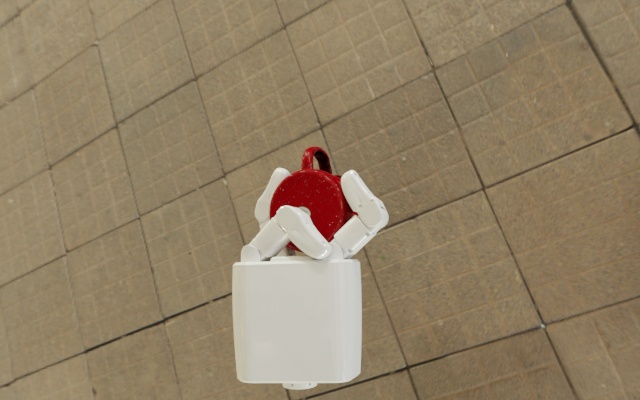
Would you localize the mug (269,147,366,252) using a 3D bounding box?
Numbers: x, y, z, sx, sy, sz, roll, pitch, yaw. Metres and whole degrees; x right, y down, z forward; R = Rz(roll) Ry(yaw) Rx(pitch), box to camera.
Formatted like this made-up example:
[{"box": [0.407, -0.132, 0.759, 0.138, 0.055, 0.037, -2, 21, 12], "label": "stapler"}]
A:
[{"box": [0.000, 0.000, 0.490, 0.093, 0.117, 0.081, -6, -9, 22], "label": "mug"}]
